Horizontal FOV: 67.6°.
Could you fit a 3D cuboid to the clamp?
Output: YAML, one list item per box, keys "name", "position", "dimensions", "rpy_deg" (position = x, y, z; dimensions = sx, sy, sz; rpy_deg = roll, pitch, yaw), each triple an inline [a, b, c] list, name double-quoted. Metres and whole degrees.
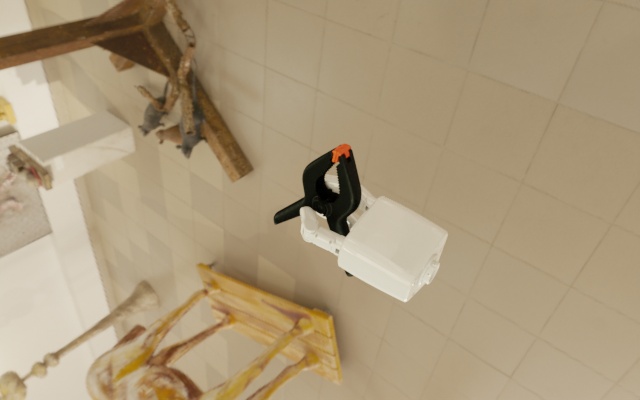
- name: "clamp"
  position: [0.000, 0.002, 0.702]
  dimensions: [0.164, 0.210, 0.036]
  rpy_deg: [27, 43, 23]
